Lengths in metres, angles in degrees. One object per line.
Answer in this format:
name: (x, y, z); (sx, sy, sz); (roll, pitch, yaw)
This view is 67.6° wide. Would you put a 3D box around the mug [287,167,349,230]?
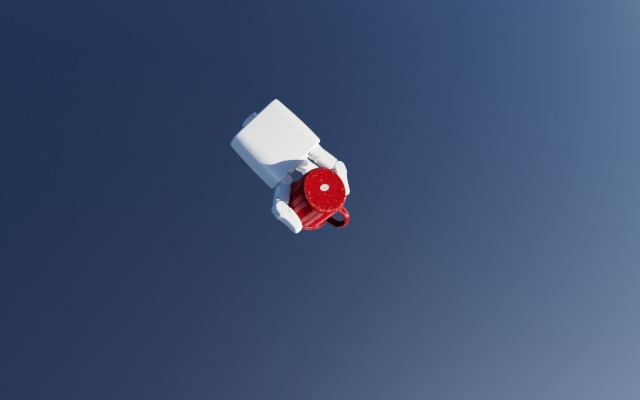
mug: (0.001, 0.004, 0.809); (0.093, 0.117, 0.081); (-50, 6, -31)
